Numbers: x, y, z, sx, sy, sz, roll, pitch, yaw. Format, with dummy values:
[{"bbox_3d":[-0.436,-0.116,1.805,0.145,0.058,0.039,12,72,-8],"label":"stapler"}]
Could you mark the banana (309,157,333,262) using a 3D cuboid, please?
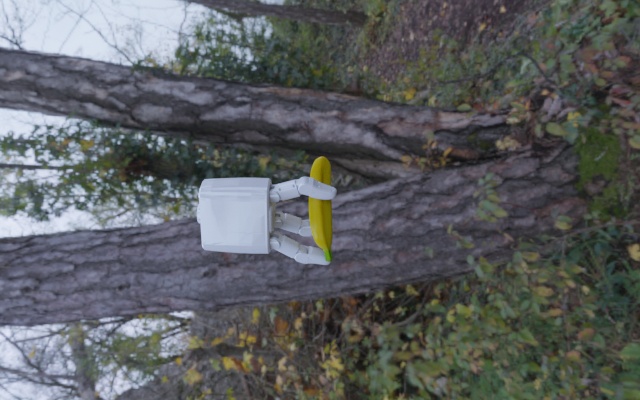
[{"bbox_3d":[0.000,-0.004,0.777,0.037,0.197,0.070,-1,-30,0],"label":"banana"}]
